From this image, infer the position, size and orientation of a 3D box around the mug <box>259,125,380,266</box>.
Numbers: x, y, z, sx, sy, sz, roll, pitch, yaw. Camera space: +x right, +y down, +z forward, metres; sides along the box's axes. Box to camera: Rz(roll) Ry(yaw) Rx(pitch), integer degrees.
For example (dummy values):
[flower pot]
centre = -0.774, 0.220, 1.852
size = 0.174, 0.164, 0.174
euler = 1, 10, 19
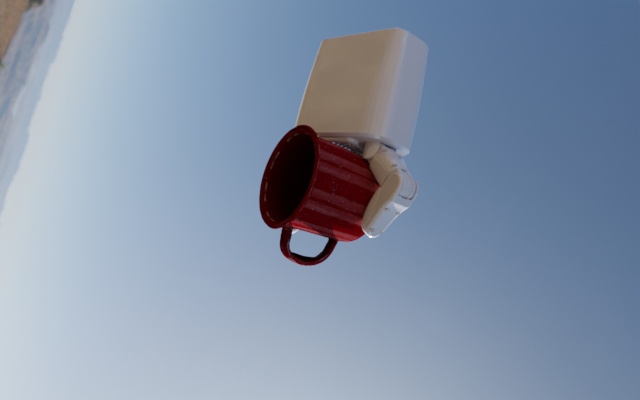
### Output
[mug]
centre = 0.000, 0.003, 0.427
size = 0.081, 0.117, 0.093
euler = 19, -8, -32
